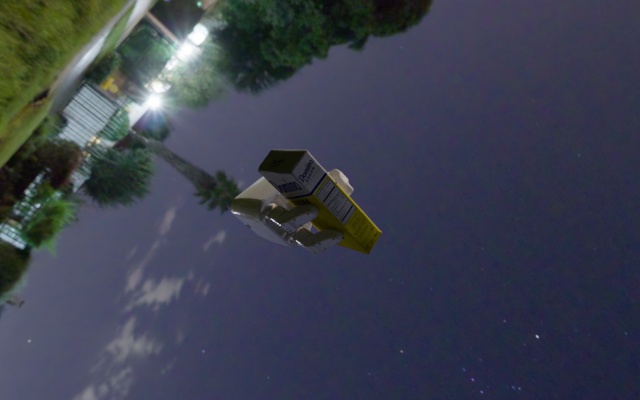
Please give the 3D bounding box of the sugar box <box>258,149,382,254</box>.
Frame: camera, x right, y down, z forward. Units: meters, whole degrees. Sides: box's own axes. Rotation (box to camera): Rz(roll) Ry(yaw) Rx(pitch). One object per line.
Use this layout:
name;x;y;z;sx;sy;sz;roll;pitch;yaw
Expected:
sugar box;0.000;0.003;0.662;0.176;0.048;0.093;43;-19;-30
